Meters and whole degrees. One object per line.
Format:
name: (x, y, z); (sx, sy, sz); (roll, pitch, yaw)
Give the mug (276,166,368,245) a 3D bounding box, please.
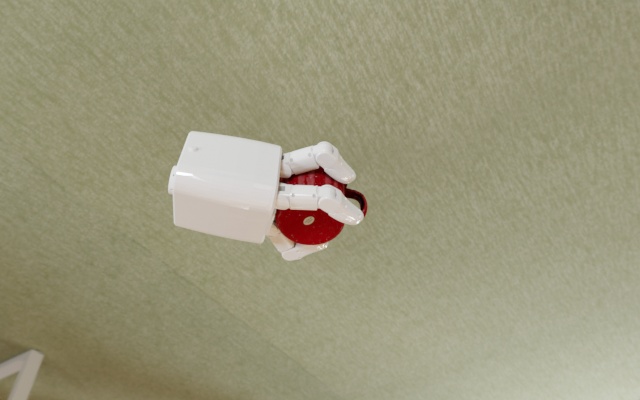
mug: (0.001, 0.002, 0.582); (0.117, 0.093, 0.081); (11, 41, -9)
